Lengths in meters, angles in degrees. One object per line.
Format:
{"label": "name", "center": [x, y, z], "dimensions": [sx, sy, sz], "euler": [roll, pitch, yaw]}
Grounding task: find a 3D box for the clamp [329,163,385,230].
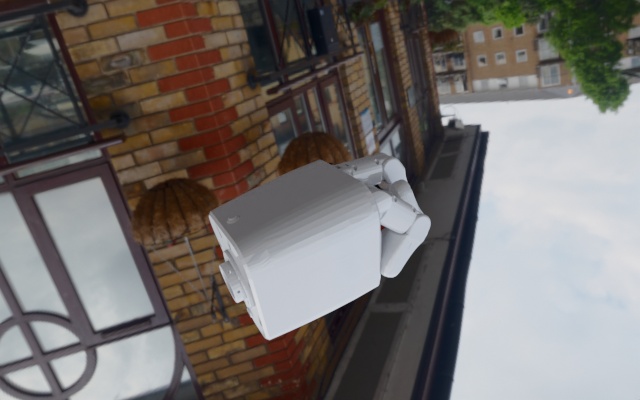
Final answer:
{"label": "clamp", "center": [0.000, 0.002, 0.487], "dimensions": [0.120, 0.039, 0.171], "euler": [-28, 22, -18]}
